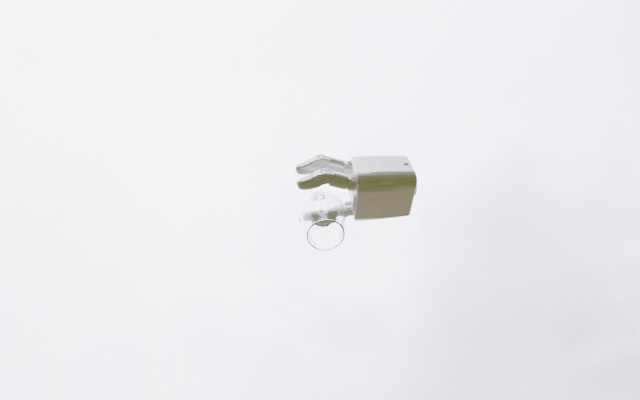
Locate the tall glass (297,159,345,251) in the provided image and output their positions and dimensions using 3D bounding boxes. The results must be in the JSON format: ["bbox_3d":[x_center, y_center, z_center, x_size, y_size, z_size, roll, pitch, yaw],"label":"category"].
[{"bbox_3d":[0.000,0.002,0.848,0.079,0.079,0.201,0,33,-5],"label":"tall glass"}]
